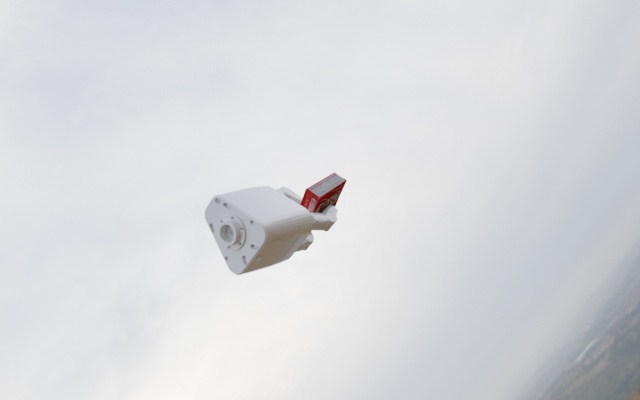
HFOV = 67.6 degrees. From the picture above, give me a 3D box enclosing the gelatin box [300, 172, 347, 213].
[{"bbox_3d":[0.000,0.002,0.775,0.030,0.073,0.089,34,36,17],"label":"gelatin box"}]
